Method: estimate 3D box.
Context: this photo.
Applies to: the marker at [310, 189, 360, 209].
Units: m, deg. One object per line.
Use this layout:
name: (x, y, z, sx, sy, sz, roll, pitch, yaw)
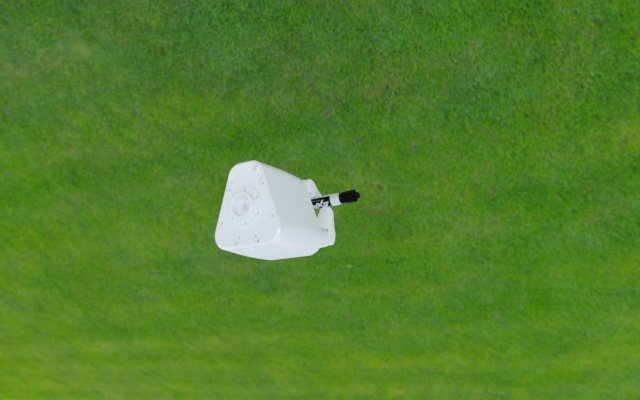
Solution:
marker: (0.000, 0.002, 0.702, 0.121, 0.020, 0.020, -11, -4, 24)
